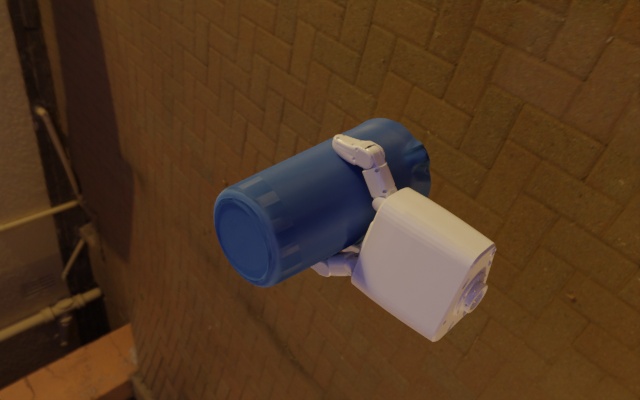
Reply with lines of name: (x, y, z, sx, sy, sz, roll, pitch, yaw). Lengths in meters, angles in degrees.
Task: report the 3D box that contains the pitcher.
pitcher: (0.000, 0.002, 0.551, 0.242, 0.149, 0.145, -26, 49, -39)
